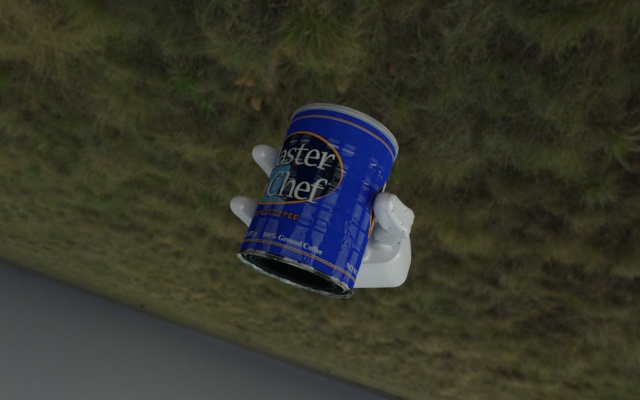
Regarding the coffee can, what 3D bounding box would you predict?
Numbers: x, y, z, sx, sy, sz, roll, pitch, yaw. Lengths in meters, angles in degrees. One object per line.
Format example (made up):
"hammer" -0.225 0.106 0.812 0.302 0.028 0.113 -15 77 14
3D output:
"coffee can" 0.000 0.001 0.420 0.103 0.140 0.103 18 -19 6
